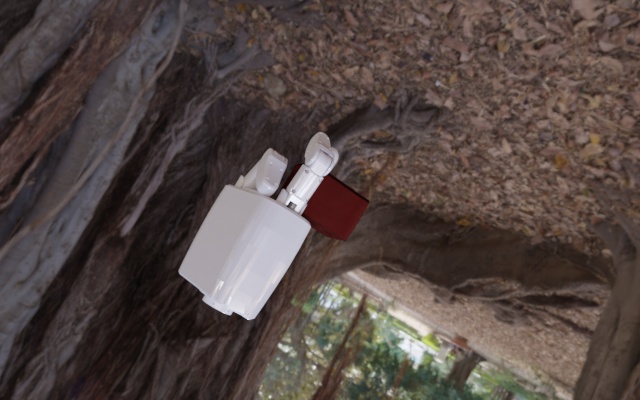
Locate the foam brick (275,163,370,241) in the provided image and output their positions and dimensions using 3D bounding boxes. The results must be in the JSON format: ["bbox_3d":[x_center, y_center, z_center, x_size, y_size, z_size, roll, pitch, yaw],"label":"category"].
[{"bbox_3d":[0.000,0.002,0.507,0.078,0.051,0.053,33,-12,-21],"label":"foam brick"}]
